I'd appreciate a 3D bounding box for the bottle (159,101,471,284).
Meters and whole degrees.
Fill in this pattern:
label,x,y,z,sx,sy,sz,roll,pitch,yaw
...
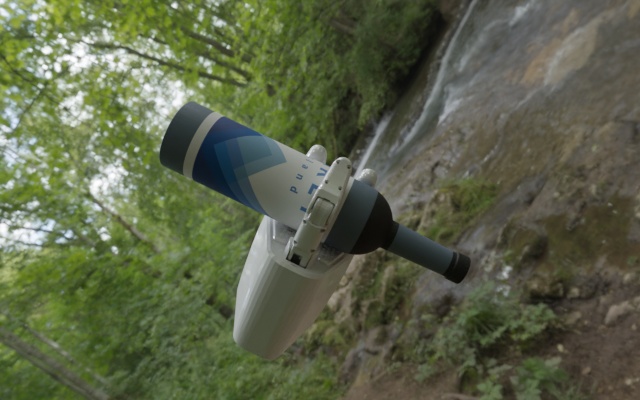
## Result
label,x,y,z,sx,sy,sz,roll,pitch,yaw
bottle,0.000,0.001,0.444,0.296,0.069,0.069,26,0,0
